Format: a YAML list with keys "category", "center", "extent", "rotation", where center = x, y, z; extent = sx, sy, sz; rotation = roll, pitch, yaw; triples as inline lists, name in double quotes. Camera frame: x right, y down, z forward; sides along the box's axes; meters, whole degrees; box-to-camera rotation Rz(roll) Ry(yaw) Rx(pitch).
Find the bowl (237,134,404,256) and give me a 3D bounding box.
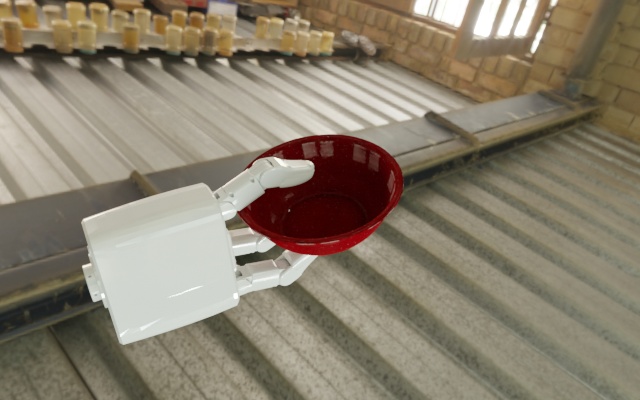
- category: "bowl"
  center: [0.001, 0.002, 0.471]
  extent: [0.162, 0.055, 0.162]
  rotation: [-5, 41, 5]
